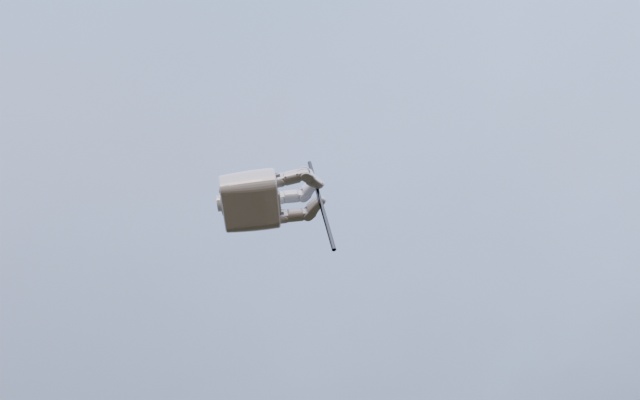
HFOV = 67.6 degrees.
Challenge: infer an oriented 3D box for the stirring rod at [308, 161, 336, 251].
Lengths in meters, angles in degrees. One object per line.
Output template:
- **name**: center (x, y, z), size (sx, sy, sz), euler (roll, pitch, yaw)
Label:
- **stirring rod**: center (0.000, 0.003, 0.898), size (0.011, 0.011, 0.239), euler (0, 42, -15)
